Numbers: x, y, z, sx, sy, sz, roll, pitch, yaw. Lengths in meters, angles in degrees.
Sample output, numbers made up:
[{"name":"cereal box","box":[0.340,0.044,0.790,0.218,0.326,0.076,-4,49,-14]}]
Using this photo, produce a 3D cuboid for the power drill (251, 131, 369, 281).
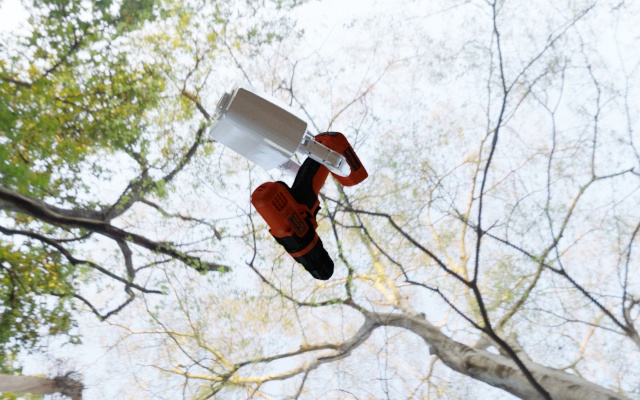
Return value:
[{"name":"power drill","box":[0.000,0.002,0.716,0.057,0.184,0.187,-1,44,43]}]
